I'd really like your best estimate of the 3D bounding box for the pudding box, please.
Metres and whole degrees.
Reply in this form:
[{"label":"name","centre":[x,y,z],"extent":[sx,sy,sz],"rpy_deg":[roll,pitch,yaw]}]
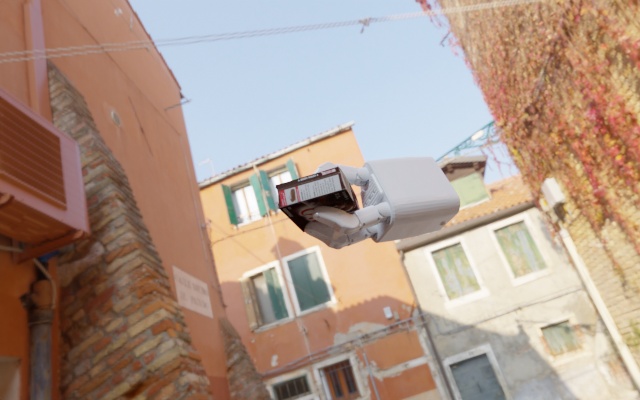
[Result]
[{"label":"pudding box","centre":[0.000,0.002,0.643],"extent":[0.090,0.039,0.113],"rpy_deg":[-17,-25,9]}]
